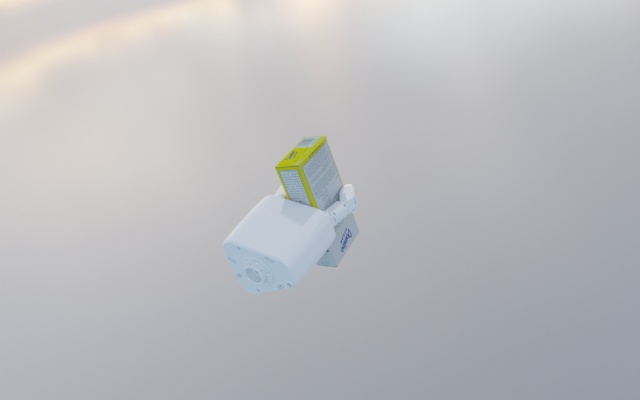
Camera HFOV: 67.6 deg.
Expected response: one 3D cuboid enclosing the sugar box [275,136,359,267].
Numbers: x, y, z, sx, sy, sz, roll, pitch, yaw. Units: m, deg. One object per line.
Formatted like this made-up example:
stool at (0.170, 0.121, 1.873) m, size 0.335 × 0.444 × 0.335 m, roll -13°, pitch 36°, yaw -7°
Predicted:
sugar box at (0.000, 0.002, 0.708) m, size 0.048 × 0.176 × 0.093 m, roll 1°, pitch 33°, yaw 31°
